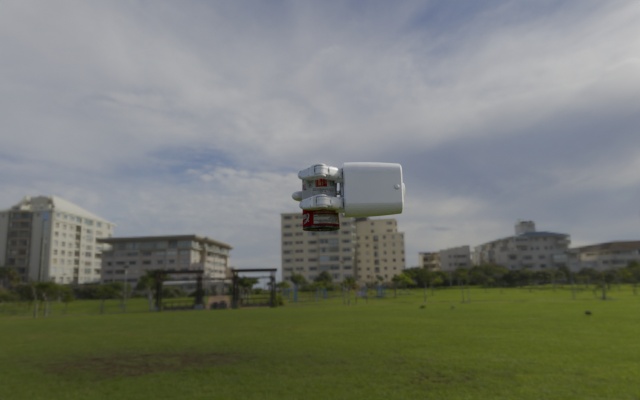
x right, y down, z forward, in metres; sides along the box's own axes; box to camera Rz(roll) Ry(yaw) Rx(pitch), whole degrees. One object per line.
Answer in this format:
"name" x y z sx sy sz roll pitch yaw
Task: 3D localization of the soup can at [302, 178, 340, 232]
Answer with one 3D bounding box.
"soup can" 0.000 0.003 0.877 0.068 0.102 0.068 -1 -10 0
